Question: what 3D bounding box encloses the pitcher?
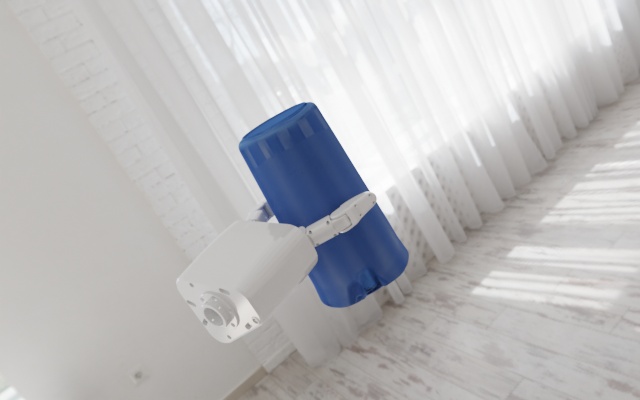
[{"bbox_3d":[0.000,0.002,0.615,0.149,0.243,0.145,-14,24,43],"label":"pitcher"}]
